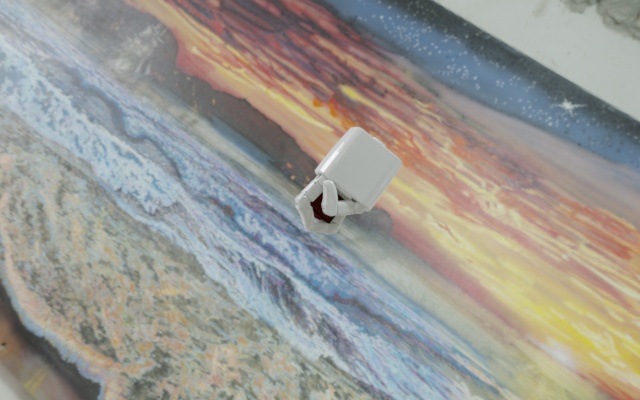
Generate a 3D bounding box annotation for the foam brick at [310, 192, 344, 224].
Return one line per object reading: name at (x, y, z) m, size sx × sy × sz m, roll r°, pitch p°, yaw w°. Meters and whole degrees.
foam brick at (0.000, 0.003, 0.870) m, size 0.053 × 0.051 × 0.078 m, roll 40°, pitch -8°, yaw -20°
